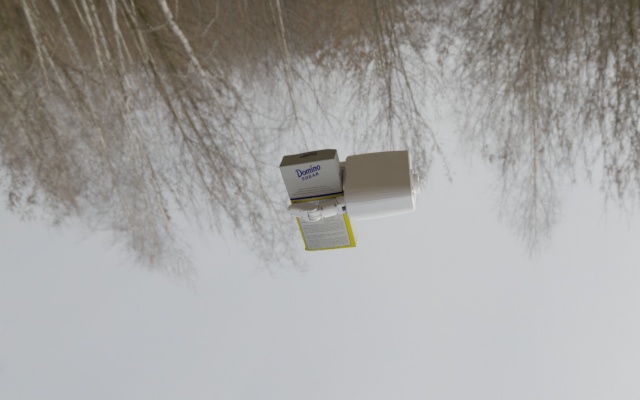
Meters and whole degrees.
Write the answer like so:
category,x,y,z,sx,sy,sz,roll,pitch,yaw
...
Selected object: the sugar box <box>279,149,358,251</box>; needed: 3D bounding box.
category,x,y,z,sx,sy,sz,roll,pitch,yaw
sugar box,0.000,0.002,0.801,0.093,0.176,0.048,-7,30,13
